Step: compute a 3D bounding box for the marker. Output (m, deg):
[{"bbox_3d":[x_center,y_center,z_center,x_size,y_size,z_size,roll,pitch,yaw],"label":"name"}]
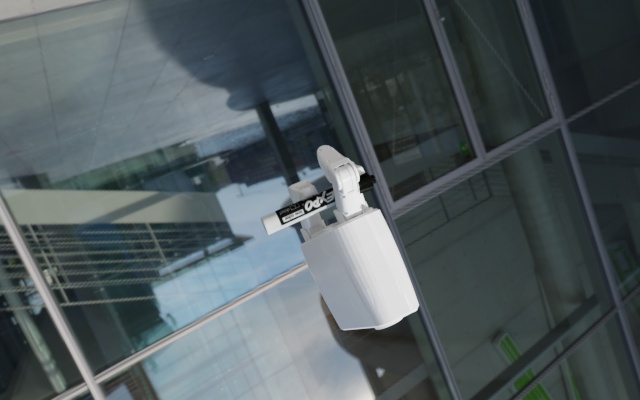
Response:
[{"bbox_3d":[0.000,0.001,0.471,0.121,0.020,0.020,-23,5,-11],"label":"marker"}]
